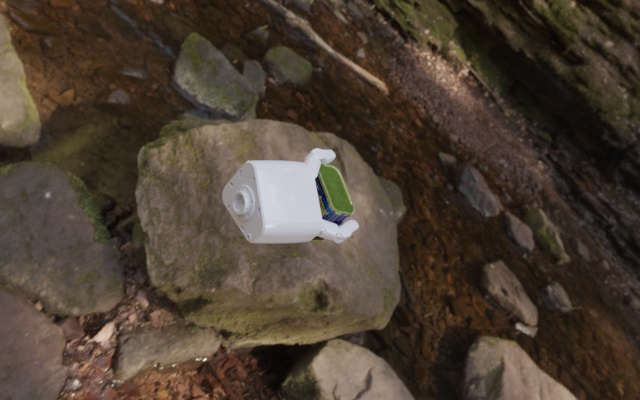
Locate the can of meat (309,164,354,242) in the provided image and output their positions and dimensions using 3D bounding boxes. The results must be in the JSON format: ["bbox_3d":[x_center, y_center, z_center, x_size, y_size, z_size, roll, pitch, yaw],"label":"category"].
[{"bbox_3d":[0.000,0.002,0.774,0.057,0.102,0.084,5,-36,-42],"label":"can of meat"}]
